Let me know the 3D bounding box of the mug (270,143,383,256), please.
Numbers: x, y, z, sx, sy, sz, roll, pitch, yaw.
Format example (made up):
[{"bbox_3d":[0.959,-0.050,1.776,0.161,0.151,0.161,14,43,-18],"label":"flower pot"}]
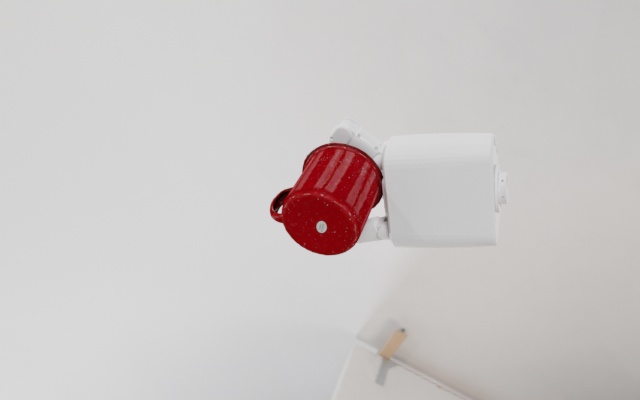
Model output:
[{"bbox_3d":[-0.001,0.002,0.492,0.117,0.093,0.081,-2,35,25],"label":"mug"}]
